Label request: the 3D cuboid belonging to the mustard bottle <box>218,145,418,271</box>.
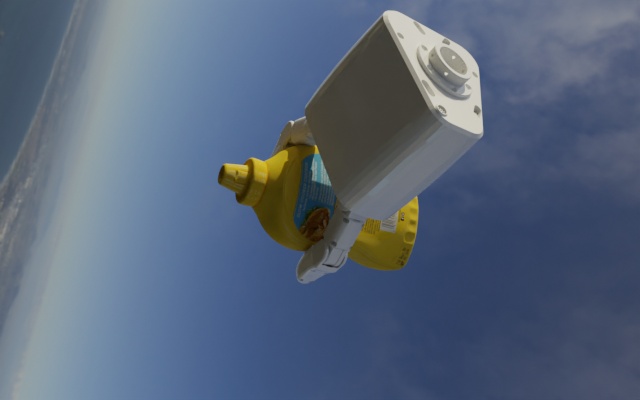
[{"bbox_3d":[0.000,0.002,0.438,0.192,0.096,0.058,16,-15,-28],"label":"mustard bottle"}]
